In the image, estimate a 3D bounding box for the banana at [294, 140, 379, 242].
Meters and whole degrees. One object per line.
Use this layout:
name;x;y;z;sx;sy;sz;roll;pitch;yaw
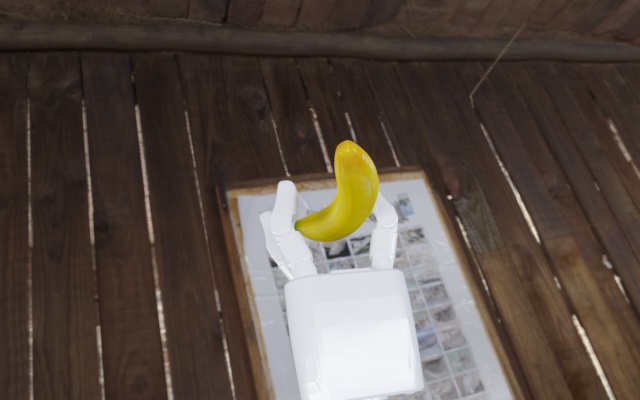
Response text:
banana;0.017;0.005;0.458;0.069;0.037;0.198;6;-25;-19
